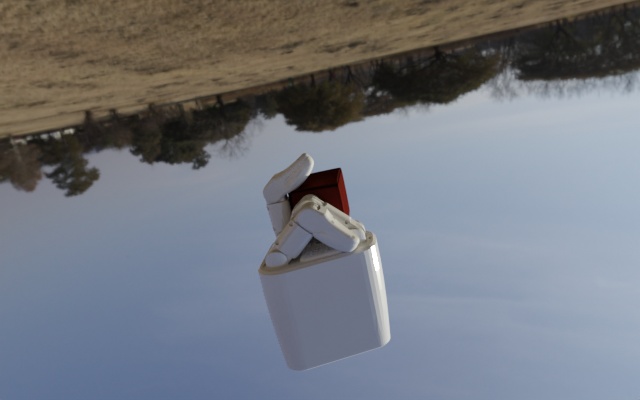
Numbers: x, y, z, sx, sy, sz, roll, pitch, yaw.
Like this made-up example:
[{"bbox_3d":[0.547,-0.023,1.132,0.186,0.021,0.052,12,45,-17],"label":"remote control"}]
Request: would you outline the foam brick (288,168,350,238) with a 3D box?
[{"bbox_3d":[0.000,0.001,0.503,0.053,0.051,0.078,-11,14,8],"label":"foam brick"}]
